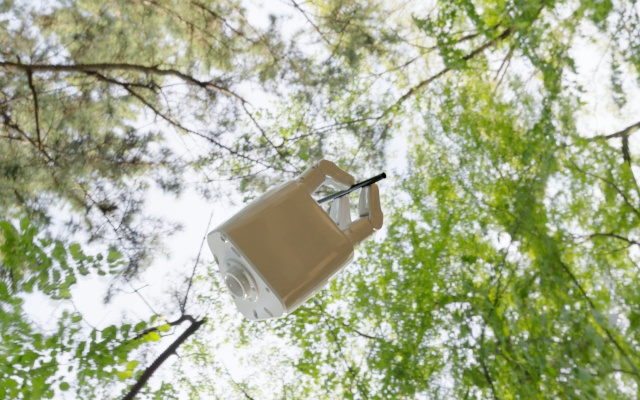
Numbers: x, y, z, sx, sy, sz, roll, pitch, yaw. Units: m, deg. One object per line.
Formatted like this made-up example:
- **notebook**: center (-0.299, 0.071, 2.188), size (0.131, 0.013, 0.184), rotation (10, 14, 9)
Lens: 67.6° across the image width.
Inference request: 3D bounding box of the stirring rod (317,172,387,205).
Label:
- **stirring rod**: center (0.000, 0.002, 0.620), size (0.011, 0.011, 0.239), rotation (0, -14, -37)
